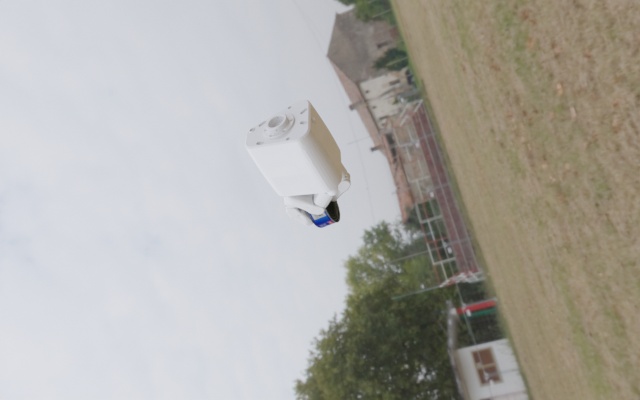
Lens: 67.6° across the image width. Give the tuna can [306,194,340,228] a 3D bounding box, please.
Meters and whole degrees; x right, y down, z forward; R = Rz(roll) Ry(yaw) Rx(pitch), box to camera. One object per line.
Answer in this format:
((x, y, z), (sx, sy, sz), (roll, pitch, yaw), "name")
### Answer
((0.000, 0.003, 0.814), (0.034, 0.086, 0.086), (-22, -7, 17), "tuna can")
